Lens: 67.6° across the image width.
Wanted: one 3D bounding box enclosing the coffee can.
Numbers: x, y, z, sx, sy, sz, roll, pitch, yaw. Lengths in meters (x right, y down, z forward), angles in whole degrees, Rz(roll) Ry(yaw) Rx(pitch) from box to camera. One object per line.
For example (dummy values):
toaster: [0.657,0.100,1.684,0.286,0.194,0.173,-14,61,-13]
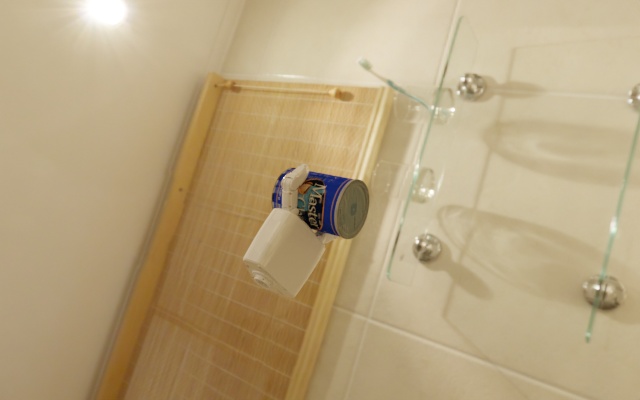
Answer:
coffee can: [0.000,0.003,0.839,0.140,0.103,0.103,13,7,33]
